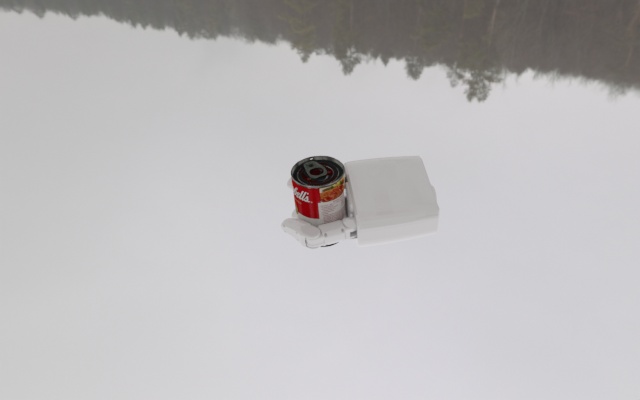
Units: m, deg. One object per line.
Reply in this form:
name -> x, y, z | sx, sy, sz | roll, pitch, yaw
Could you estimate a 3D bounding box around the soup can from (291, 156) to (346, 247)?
soup can -> 0.000, 0.002, 0.622 | 0.068, 0.102, 0.068 | -3, 38, 2
